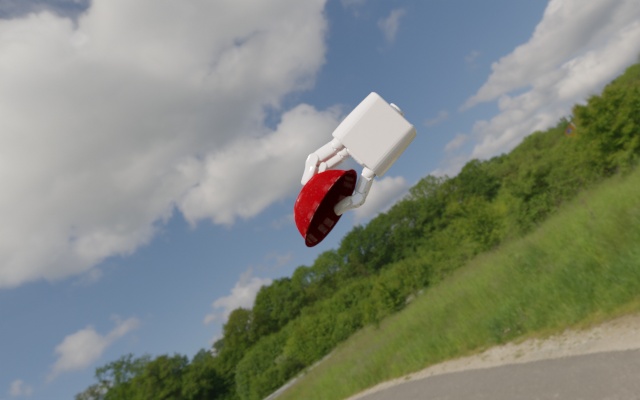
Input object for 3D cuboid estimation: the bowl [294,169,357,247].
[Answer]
[{"bbox_3d":[-0.001,0.004,0.861,0.055,0.162,0.162,31,10,18],"label":"bowl"}]
